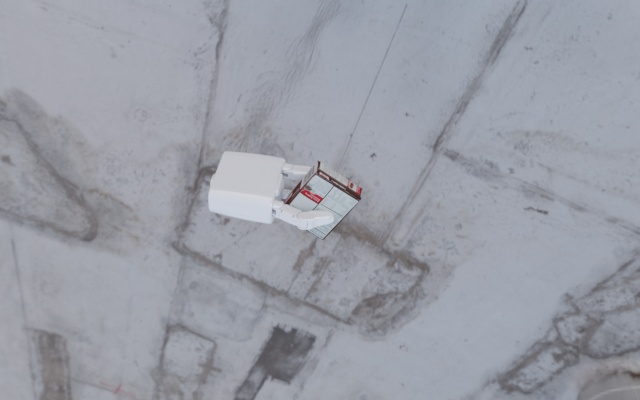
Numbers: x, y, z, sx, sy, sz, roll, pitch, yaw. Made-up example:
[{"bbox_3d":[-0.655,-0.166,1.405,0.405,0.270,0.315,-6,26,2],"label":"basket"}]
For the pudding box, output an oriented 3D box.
[{"bbox_3d":[0.000,0.003,0.785,0.090,0.039,0.113,31,-54,-15],"label":"pudding box"}]
